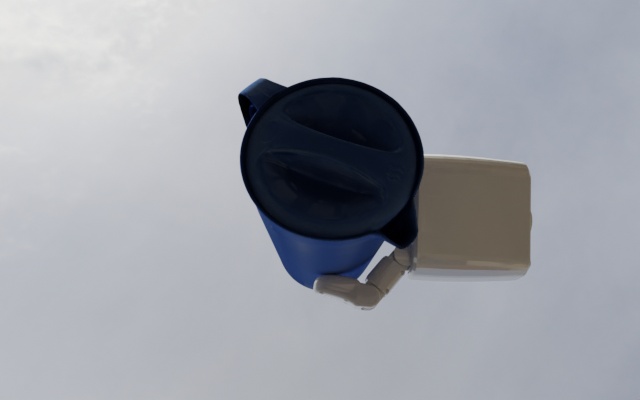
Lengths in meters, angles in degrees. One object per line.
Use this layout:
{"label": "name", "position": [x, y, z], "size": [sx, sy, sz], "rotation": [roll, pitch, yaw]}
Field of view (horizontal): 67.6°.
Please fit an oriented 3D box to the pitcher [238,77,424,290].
{"label": "pitcher", "position": [0.000, 0.002, 0.451], "size": [0.145, 0.149, 0.243], "rotation": [1, -22, -1]}
